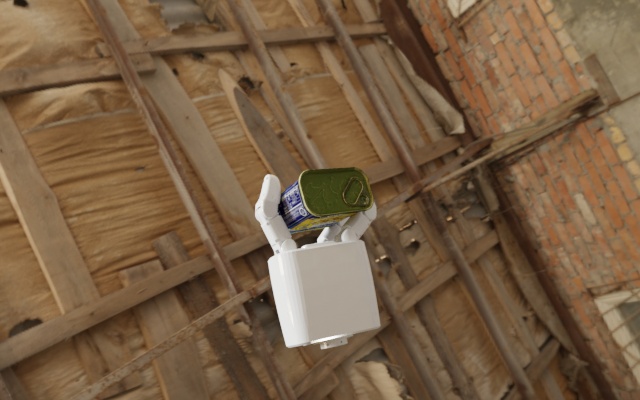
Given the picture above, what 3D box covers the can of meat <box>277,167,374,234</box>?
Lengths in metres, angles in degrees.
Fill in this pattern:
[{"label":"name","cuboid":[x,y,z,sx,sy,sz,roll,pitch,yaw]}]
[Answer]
[{"label":"can of meat","cuboid":[0.000,0.002,0.594,0.102,0.057,0.084,-7,-16,-35]}]
